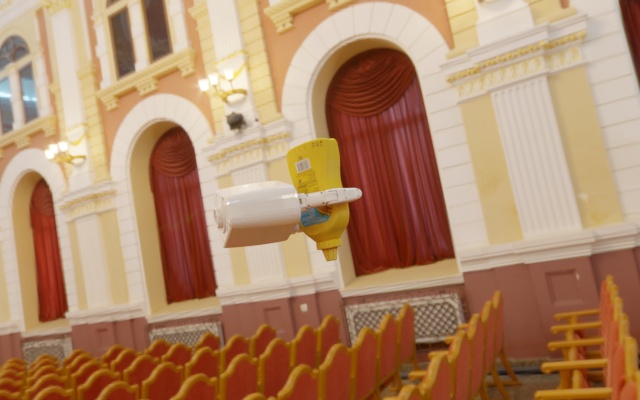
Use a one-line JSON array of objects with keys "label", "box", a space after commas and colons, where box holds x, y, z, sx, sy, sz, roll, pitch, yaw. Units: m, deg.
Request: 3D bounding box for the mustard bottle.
[{"label": "mustard bottle", "box": [0.000, 0.002, 0.770, 0.096, 0.191, 0.058, -16, -8, 43]}]
